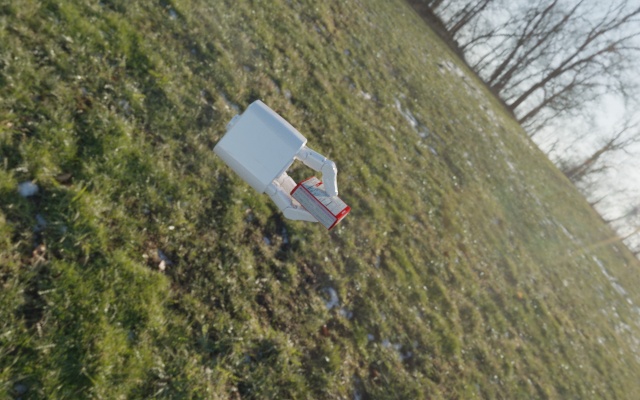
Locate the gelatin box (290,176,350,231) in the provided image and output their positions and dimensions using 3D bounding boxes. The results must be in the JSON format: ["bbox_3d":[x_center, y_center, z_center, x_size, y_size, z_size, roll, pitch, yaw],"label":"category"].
[{"bbox_3d":[0.001,0.002,0.790,0.089,0.030,0.073,42,22,6],"label":"gelatin box"}]
